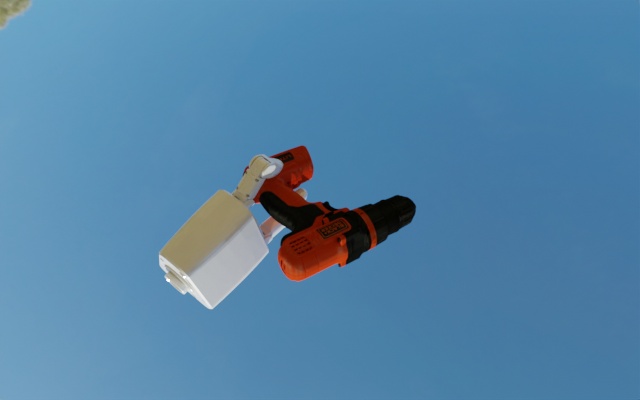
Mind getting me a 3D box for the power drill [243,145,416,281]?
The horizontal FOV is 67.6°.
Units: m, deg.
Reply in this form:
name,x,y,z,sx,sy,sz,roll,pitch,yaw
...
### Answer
name,x,y,z,sx,sy,sz,roll,pitch,yaw
power drill,0.000,0.002,0.602,0.184,0.057,0.187,-22,44,-24
